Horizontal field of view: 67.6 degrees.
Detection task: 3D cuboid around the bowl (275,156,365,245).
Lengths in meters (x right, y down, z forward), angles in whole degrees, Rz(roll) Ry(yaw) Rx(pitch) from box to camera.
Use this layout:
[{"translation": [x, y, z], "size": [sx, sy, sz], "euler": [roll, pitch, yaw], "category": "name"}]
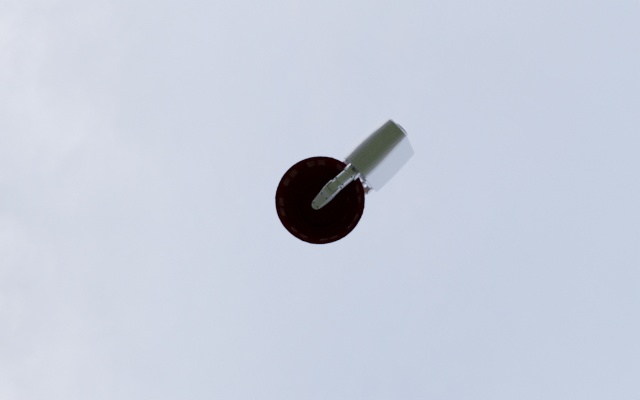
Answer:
[{"translation": [-0.001, 0.004, 0.876], "size": [0.162, 0.162, 0.055], "euler": [0, -11, 3], "category": "bowl"}]
